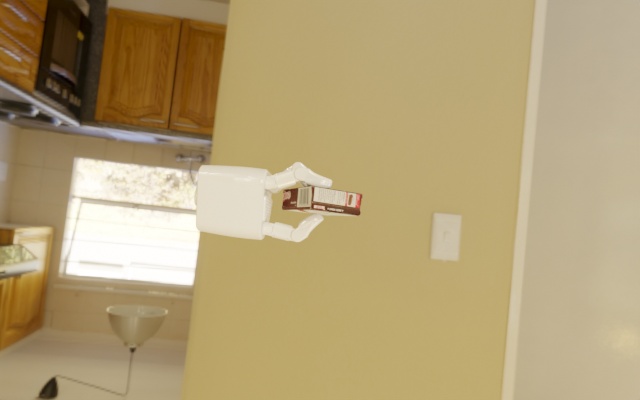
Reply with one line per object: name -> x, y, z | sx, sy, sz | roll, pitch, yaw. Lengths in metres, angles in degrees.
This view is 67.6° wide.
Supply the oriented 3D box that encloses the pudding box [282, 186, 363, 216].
pudding box -> 0.000, 0.003, 0.763 | 0.090, 0.039, 0.113 | 7, -3, -26
